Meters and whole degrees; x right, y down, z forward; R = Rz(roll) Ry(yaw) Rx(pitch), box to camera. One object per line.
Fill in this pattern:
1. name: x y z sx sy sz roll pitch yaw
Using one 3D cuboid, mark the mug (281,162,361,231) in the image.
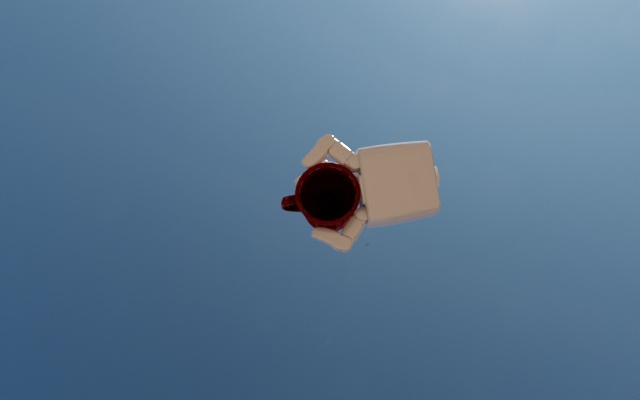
1. mug: -0.001 0.003 0.711 0.117 0.093 0.081 -8 -16 0
